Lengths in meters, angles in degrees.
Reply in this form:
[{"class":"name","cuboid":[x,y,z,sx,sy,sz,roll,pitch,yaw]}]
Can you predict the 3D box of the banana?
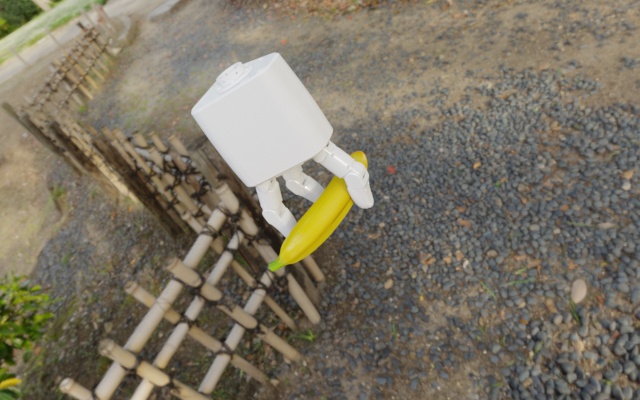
[{"class":"banana","cuboid":[0.008,0.005,0.578,0.037,0.197,0.069,49,-23,-23]}]
